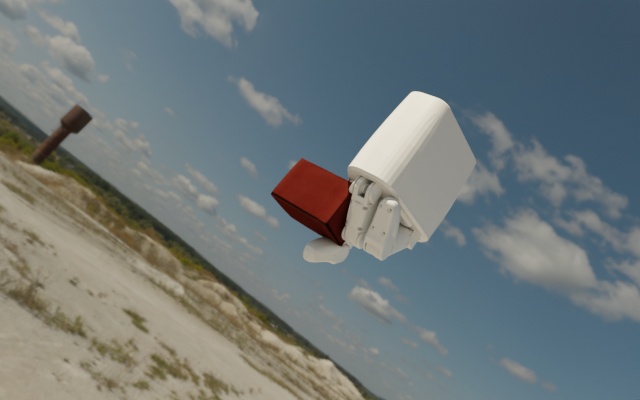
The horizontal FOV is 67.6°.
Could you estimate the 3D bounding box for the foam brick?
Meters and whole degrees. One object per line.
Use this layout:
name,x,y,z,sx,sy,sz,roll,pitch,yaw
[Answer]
foam brick,0.000,0.002,0.493,0.078,0.051,0.053,29,-15,33
